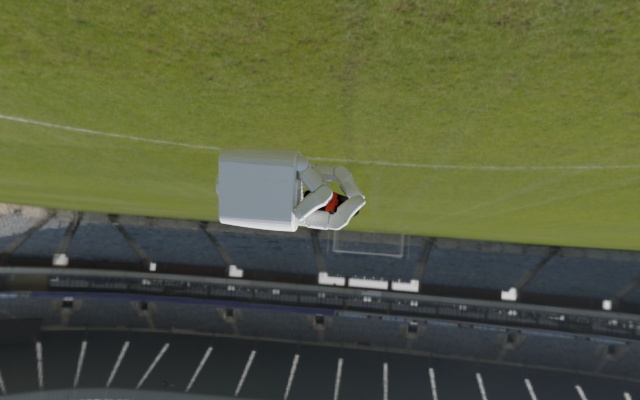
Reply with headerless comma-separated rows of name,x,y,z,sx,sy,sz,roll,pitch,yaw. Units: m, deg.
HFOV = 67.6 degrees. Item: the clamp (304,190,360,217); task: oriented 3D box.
clamp,0.000,0.003,0.738,0.120,0.039,0.171,4,-5,5
